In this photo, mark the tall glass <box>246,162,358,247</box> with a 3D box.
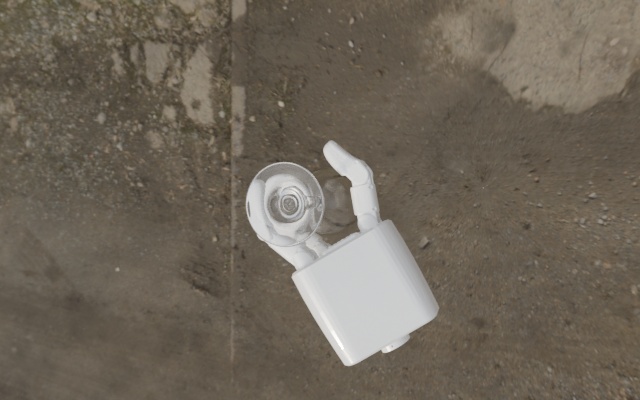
[{"bbox_3d":[0.000,0.002,0.508,0.079,0.079,0.201,0,2,19],"label":"tall glass"}]
